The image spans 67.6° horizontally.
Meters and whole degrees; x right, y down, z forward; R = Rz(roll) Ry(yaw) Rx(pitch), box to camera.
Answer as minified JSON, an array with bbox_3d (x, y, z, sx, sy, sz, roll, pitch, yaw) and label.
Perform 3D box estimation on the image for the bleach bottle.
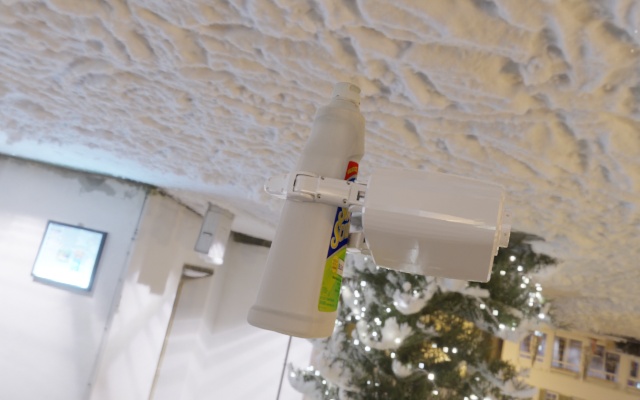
[{"bbox_3d":[0.000,0.002,0.468,0.068,0.250,0.102,9,-11,19],"label":"bleach bottle"}]
